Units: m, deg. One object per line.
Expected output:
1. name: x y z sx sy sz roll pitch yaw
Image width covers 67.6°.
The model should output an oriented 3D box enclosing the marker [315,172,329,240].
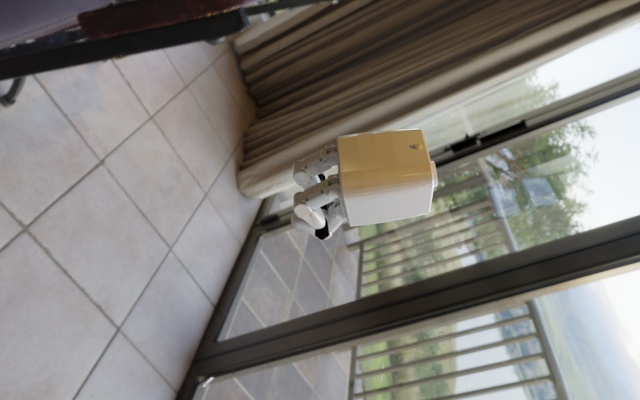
1. marker: 0.000 0.002 0.646 0.020 0.121 0.020 -2 -41 -1
